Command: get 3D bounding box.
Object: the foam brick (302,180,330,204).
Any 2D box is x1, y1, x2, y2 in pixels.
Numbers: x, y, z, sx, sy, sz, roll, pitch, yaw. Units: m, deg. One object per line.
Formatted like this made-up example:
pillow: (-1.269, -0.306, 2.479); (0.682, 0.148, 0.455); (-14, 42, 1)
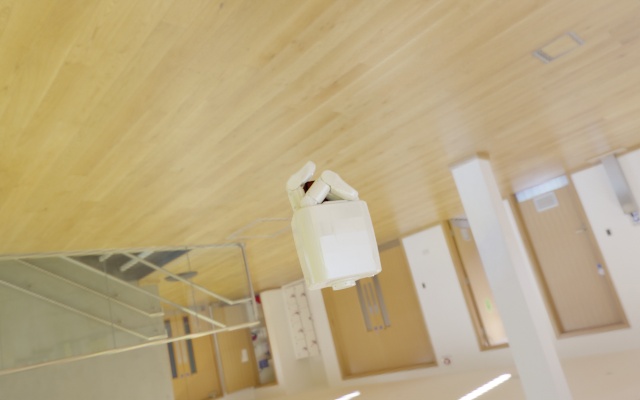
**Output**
foam brick: (0.000, 0.002, 0.761); (0.053, 0.051, 0.078); (-10, -16, -10)
